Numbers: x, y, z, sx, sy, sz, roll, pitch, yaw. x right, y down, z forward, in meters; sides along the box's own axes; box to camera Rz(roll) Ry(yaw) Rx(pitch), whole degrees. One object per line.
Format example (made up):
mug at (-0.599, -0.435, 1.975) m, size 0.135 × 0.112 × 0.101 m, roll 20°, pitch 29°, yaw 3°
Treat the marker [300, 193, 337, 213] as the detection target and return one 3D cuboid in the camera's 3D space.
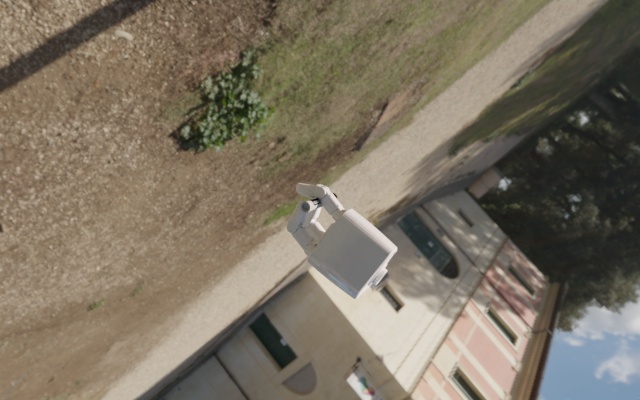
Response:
marker at (0.000, 0.003, 0.835) m, size 0.020 × 0.020 × 0.121 m, roll 0°, pitch 8°, yaw 25°
